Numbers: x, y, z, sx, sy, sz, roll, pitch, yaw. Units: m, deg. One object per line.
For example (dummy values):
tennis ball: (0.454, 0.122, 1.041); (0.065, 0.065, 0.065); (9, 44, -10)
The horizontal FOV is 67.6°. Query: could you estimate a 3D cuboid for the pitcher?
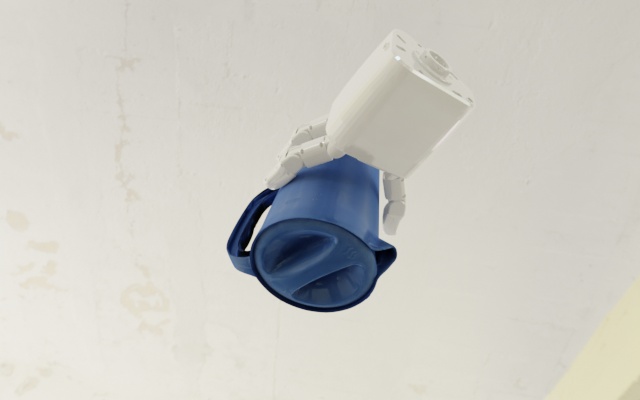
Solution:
pitcher: (0.000, 0.002, 0.574); (0.149, 0.145, 0.242); (31, 36, -12)
